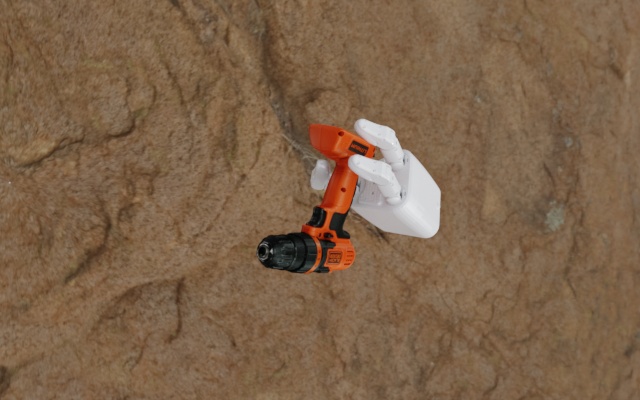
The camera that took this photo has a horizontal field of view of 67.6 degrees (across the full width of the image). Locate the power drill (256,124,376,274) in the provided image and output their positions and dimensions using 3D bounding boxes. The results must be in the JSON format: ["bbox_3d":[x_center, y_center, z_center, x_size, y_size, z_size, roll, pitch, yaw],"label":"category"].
[{"bbox_3d":[0.000,0.002,0.611,0.057,0.187,0.184,16,3,32],"label":"power drill"}]
